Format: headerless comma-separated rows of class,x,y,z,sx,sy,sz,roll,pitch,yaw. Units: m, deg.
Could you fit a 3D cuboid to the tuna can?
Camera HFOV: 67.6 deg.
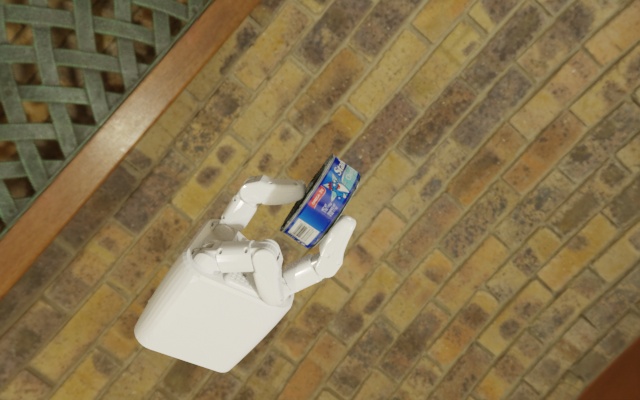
tuna can,0.001,0.002,0.439,0.034,0.086,0.086,34,-4,-5
